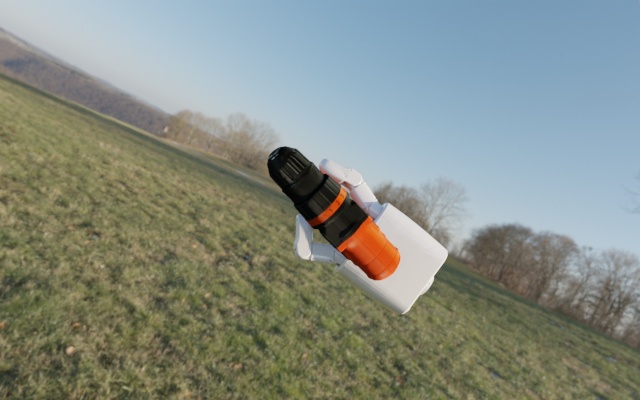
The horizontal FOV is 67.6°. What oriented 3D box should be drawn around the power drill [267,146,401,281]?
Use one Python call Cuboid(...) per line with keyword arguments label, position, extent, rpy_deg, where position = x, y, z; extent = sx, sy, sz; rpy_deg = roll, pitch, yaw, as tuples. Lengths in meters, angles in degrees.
Cuboid(label="power drill", position=(0.000, 0.002, 0.566), extent=(0.057, 0.184, 0.187), rpy_deg=(-43, 16, 1))
